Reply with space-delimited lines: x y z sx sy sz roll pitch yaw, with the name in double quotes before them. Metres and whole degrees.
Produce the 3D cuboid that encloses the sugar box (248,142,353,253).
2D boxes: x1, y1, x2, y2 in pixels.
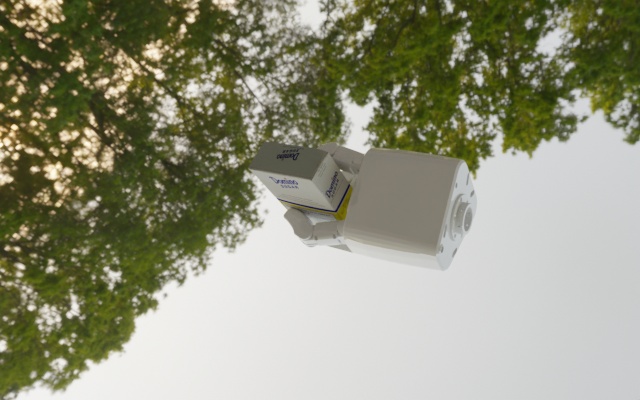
"sugar box" 0.000 0.002 0.572 0.093 0.048 0.176 12 -28 35
